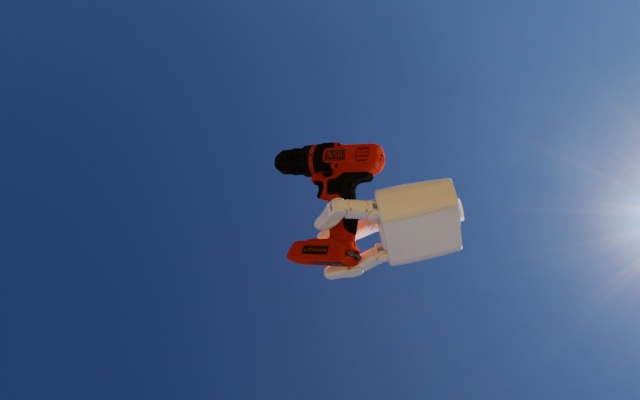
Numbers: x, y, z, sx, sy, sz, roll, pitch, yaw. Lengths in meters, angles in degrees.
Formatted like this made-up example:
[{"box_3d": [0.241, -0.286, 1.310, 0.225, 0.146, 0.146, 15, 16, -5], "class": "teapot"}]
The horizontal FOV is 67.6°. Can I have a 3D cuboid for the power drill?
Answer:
[{"box_3d": [0.000, 0.003, 0.721, 0.184, 0.187, 0.057, -1, -15, 29], "class": "power drill"}]
